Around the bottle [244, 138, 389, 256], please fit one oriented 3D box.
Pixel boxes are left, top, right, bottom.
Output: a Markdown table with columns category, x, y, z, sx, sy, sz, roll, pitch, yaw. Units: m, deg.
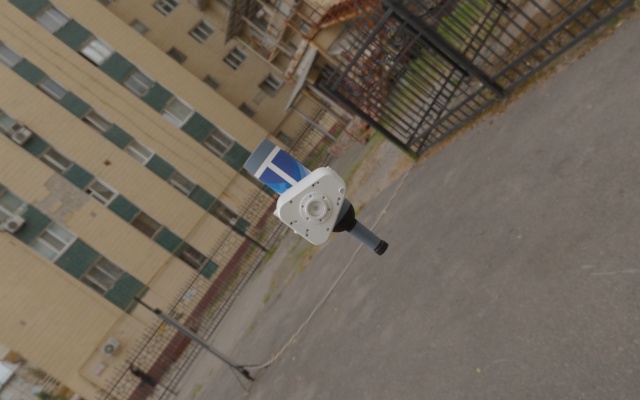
| category | x | y | z | sx | sy | sz | roll | pitch | yaw |
| --- | --- | --- | --- | --- | --- | --- | --- | --- | --- |
| bottle | 0.000 | 0.003 | 0.861 | 0.296 | 0.069 | 0.069 | 37 | -5 | -7 |
